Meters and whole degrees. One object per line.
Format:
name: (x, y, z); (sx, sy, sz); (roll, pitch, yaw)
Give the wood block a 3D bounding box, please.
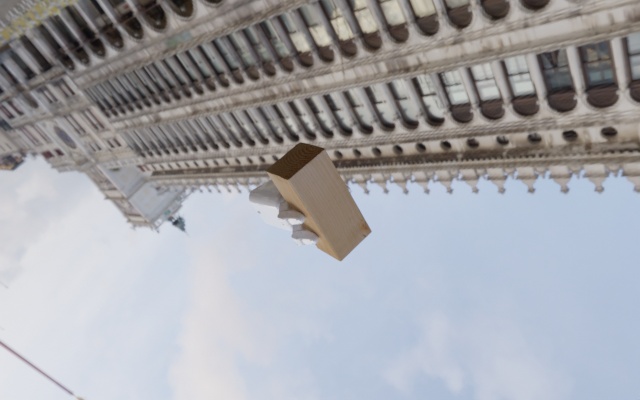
wood block: (0.000, 0.003, 0.900); (0.091, 0.206, 0.090); (-42, 32, -17)
